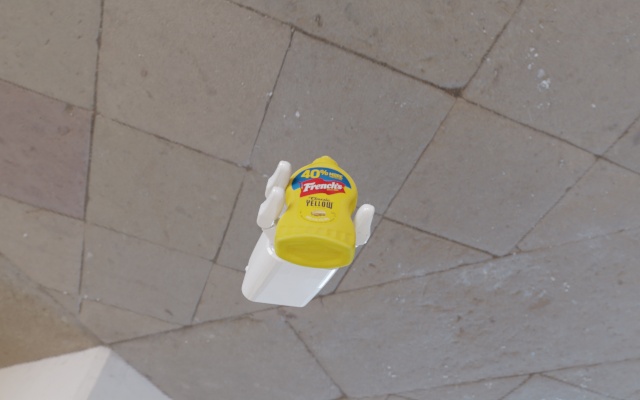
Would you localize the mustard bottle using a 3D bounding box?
[{"bbox_3d":[0.000,0.002,0.628,0.096,0.058,0.191,5,39,2],"label":"mustard bottle"}]
